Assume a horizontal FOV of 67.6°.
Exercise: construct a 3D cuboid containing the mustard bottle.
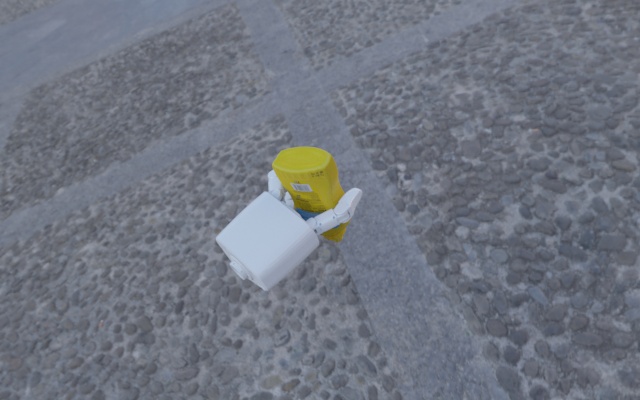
[{"bbox_3d":[0.000,0.002,0.760,0.096,0.058,0.192,5,-40,29],"label":"mustard bottle"}]
